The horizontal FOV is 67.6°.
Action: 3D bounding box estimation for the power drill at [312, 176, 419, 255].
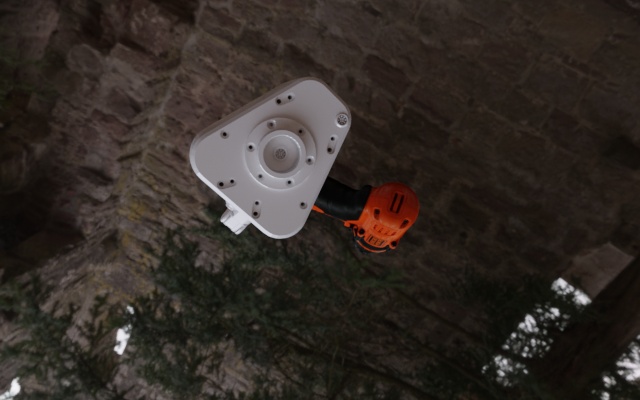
[{"bbox_3d":[0.000,0.001,0.508,0.187,0.057,0.184,19,-17,2],"label":"power drill"}]
